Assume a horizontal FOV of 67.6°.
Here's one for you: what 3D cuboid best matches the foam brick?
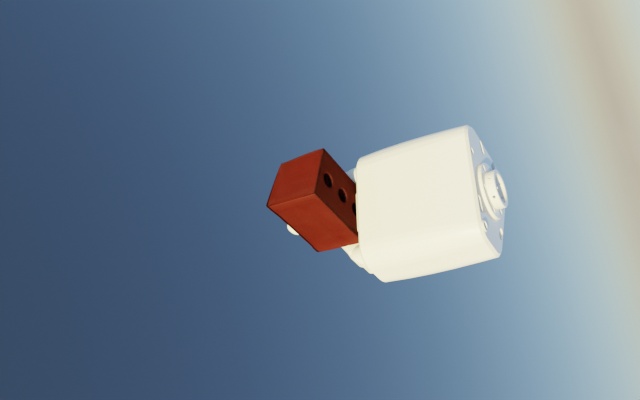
[{"bbox_3d":[0.000,0.001,0.429,0.051,0.053,0.078,-17,-46,34],"label":"foam brick"}]
